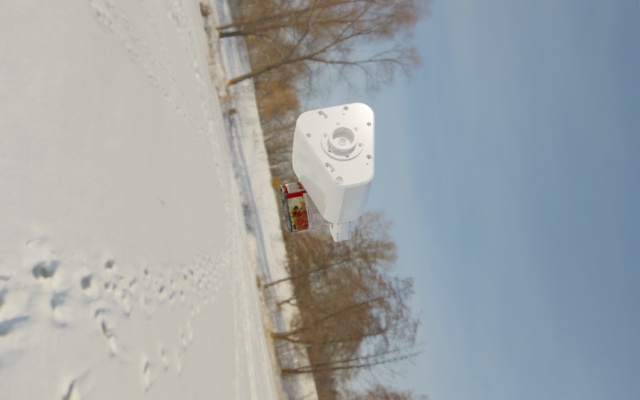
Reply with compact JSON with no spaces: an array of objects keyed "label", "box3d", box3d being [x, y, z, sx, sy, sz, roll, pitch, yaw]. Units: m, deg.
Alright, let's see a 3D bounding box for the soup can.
[{"label":"soup can","box3d":[0.000,0.002,0.664,0.102,0.068,0.068,-12,2,-8]}]
